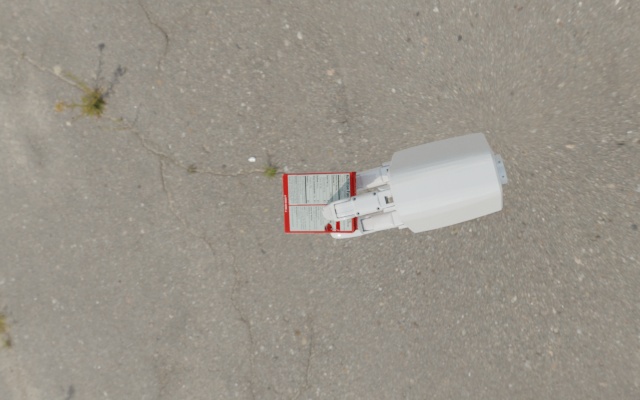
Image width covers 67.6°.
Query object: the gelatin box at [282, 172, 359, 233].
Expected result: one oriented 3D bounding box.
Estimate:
[{"bbox_3d":[0.000,0.002,0.580,0.089,0.073,0.030,-1,6,13],"label":"gelatin box"}]
